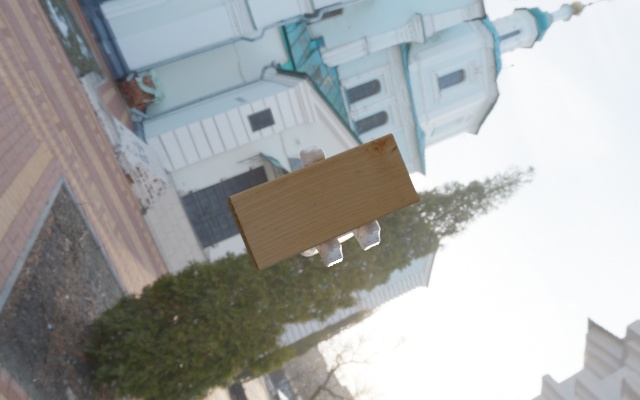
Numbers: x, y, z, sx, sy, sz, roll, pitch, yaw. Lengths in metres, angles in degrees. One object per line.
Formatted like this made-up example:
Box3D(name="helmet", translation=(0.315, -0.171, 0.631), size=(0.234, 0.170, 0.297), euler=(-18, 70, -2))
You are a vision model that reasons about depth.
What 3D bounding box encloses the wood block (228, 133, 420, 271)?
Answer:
Box3D(name="wood block", translation=(0.000, 0.002, 0.585), size=(0.206, 0.091, 0.090), euler=(-23, 0, -13))
